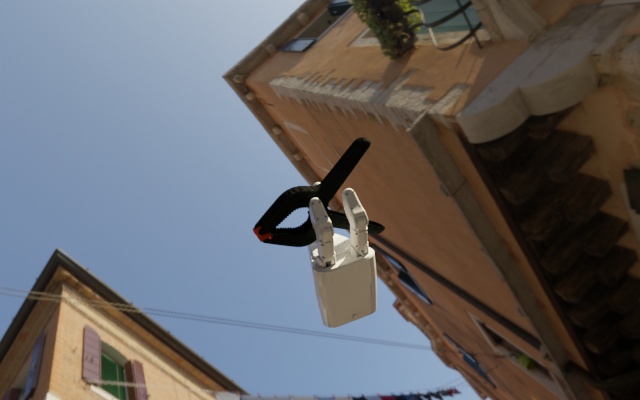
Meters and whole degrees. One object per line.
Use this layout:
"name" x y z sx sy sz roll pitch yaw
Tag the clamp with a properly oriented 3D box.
"clamp" -0.001 0.002 0.707 0.210 0.165 0.036 -16 26 -20
